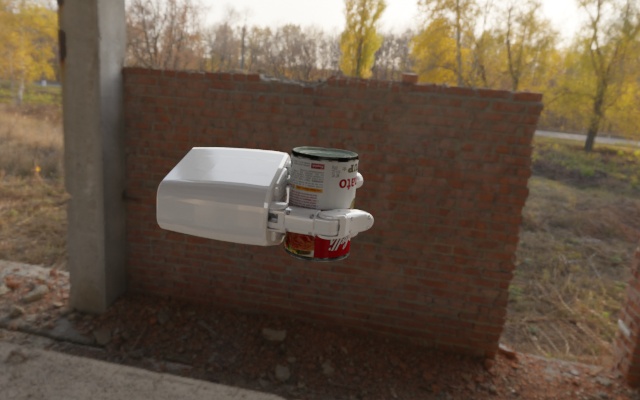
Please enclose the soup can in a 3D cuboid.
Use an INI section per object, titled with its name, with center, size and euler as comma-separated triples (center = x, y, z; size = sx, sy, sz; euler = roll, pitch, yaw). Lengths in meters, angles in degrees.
[soup can]
center = 0.001, 0.001, 0.477
size = 0.068, 0.102, 0.068
euler = 5, 14, -1
